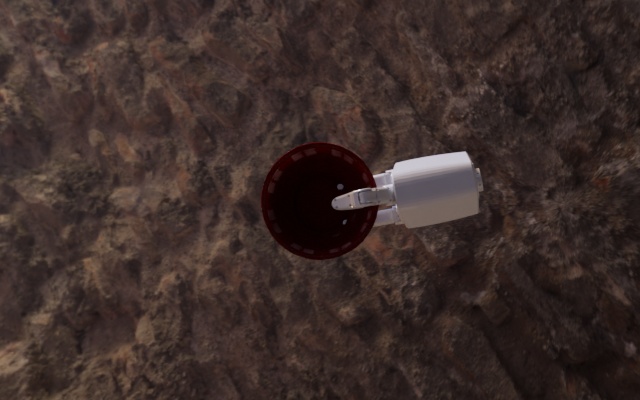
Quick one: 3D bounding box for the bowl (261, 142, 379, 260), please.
[{"bbox_3d":[-0.001,0.002,0.675,0.162,0.162,0.055,0,-5,4],"label":"bowl"}]
